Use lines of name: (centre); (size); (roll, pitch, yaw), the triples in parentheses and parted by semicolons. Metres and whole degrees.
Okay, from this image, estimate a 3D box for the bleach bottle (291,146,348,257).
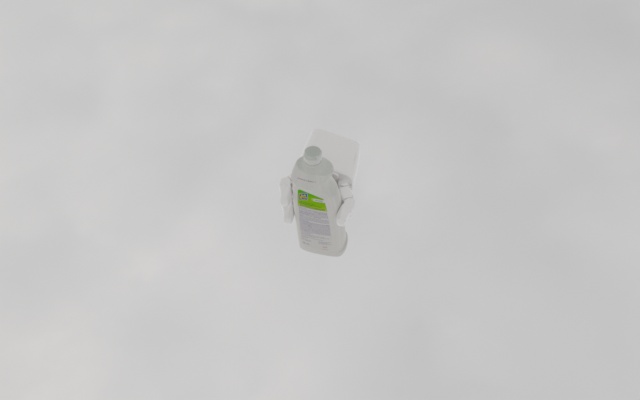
bleach bottle: (0.000, 0.003, 0.888); (0.102, 0.068, 0.251); (9, -41, 11)
